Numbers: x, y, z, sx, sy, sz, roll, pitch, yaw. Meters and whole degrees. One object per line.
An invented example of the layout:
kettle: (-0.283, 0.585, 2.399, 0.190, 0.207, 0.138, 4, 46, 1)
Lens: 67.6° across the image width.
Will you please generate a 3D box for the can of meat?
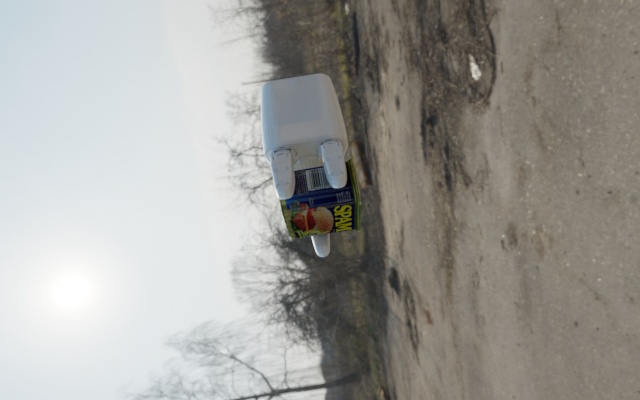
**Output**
can of meat: (0.000, 0.002, 0.540, 0.084, 0.057, 0.102, -9, -26, 0)
